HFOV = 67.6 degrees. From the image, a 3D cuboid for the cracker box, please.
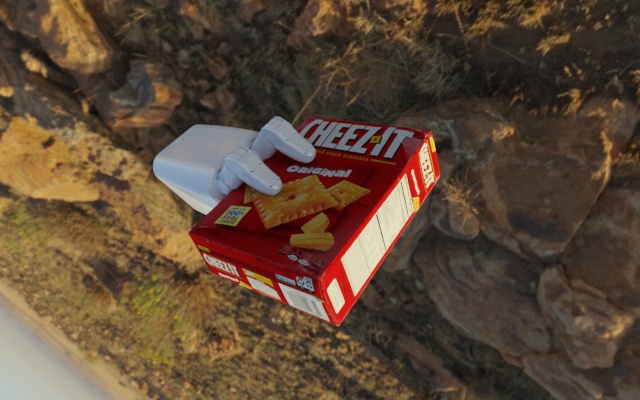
[{"bbox_3d":[0.000,0.002,0.489,0.164,0.072,0.213,14,49,35],"label":"cracker box"}]
